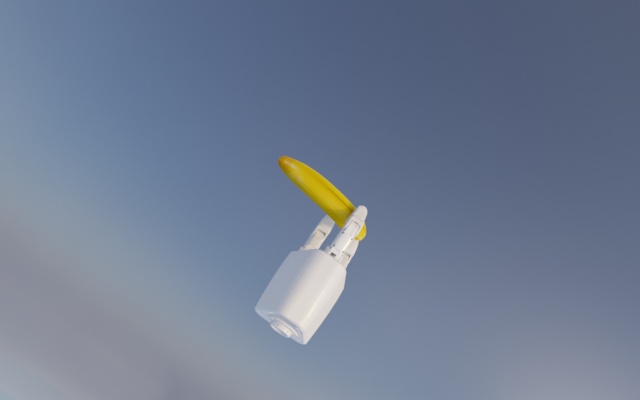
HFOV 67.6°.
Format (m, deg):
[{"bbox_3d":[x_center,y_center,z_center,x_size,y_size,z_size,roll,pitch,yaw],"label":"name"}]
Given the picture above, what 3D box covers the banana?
[{"bbox_3d":[0.013,0.004,0.733,0.198,0.037,0.069,47,-24,-24],"label":"banana"}]
